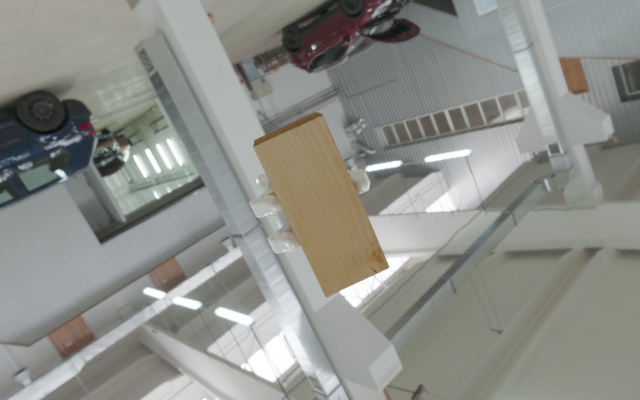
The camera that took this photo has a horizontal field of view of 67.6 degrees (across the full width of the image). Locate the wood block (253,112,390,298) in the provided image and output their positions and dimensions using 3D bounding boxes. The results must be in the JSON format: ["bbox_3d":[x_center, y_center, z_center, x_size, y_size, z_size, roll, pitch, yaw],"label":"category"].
[{"bbox_3d":[0.000,0.002,0.606,0.091,0.206,0.090,-25,14,-1],"label":"wood block"}]
